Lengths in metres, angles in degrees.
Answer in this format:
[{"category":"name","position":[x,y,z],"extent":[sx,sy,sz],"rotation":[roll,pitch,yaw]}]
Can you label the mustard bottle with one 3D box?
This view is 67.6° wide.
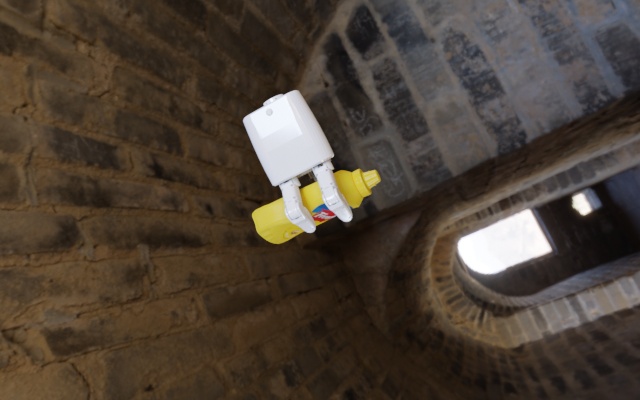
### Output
[{"category":"mustard bottle","position":[0.000,0.003,0.716],"extent":[0.191,0.058,0.096],"rotation":[-26,-21,15]}]
